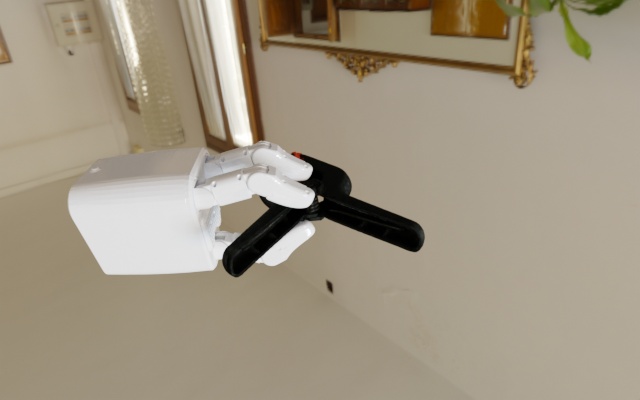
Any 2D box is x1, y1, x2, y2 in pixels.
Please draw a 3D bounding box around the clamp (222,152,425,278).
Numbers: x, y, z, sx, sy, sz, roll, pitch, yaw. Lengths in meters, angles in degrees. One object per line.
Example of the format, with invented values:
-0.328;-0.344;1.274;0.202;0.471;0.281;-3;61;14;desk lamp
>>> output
0.000;0.002;0.461;0.164;0.036;0.210;-3;26;-2;clamp
